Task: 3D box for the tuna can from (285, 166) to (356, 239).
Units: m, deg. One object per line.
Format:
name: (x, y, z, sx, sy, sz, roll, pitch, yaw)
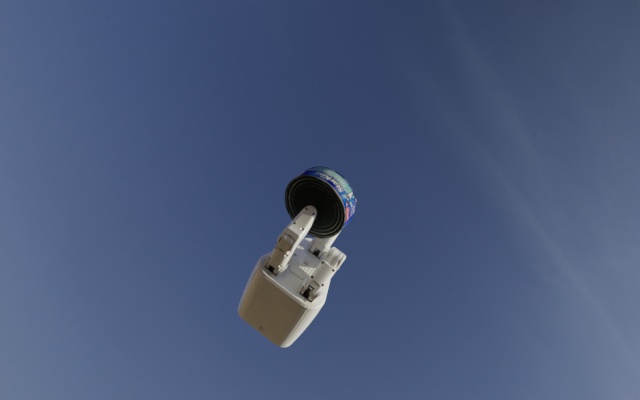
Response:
tuna can: (0.000, 0.002, 0.590, 0.086, 0.086, 0.033, 0, 26, 34)
